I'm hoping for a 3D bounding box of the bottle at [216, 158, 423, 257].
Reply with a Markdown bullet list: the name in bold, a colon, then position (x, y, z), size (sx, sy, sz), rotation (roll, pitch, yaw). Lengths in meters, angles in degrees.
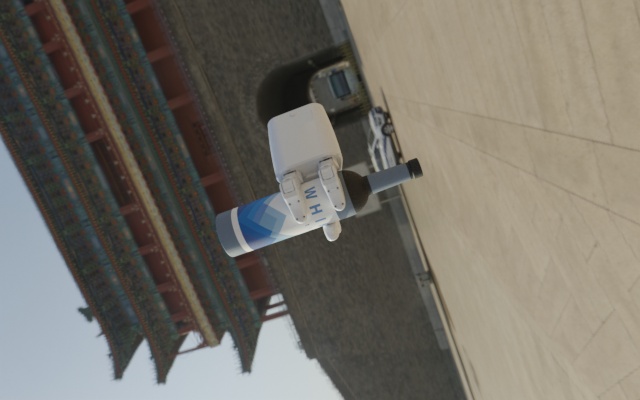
- **bottle**: position (0.000, 0.002, 0.679), size (0.296, 0.069, 0.069), rotation (-20, -3, 7)
